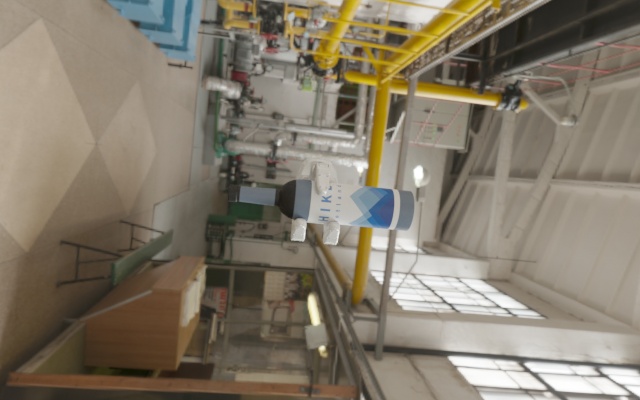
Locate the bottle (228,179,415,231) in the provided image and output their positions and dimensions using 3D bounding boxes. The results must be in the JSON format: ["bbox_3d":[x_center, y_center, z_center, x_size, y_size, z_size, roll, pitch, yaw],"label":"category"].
[{"bbox_3d":[0.000,0.003,0.775,0.296,0.069,0.069,6,-1,-6],"label":"bottle"}]
